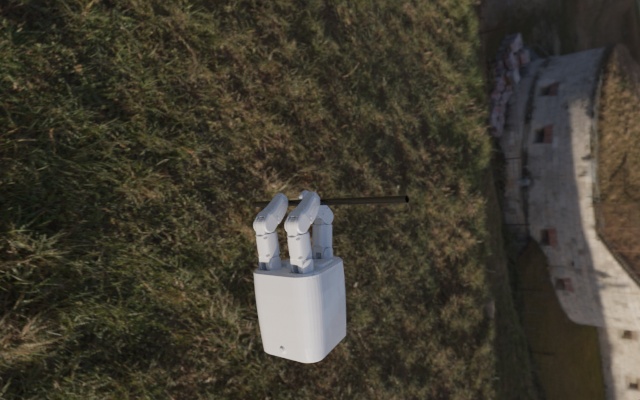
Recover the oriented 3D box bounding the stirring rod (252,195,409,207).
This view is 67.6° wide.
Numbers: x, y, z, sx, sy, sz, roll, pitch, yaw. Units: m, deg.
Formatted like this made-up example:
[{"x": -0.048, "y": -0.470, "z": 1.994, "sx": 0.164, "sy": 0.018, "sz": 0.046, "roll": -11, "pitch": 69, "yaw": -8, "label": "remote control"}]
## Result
[{"x": 0.000, "y": 0.002, "z": 0.583, "sx": 0.239, "sy": 0.011, "sz": 0.011, "roll": -2, "pitch": -1, "yaw": 40, "label": "stirring rod"}]
